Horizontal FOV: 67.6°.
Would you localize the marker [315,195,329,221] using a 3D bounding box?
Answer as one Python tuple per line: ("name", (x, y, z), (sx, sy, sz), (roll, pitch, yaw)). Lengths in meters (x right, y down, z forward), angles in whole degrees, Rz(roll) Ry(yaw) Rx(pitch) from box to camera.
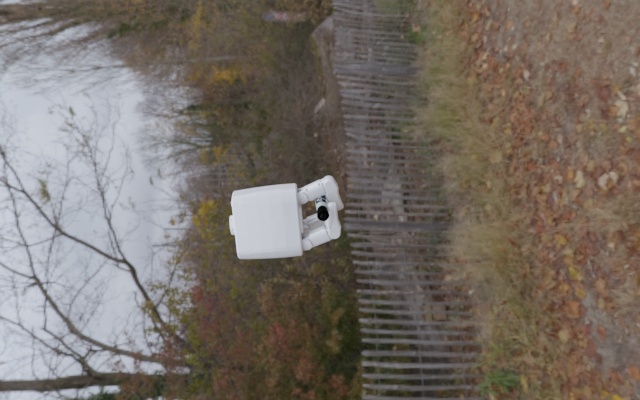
("marker", (0.000, 0.003, 0.773), (0.020, 0.020, 0.121), (0, 22, -5))
